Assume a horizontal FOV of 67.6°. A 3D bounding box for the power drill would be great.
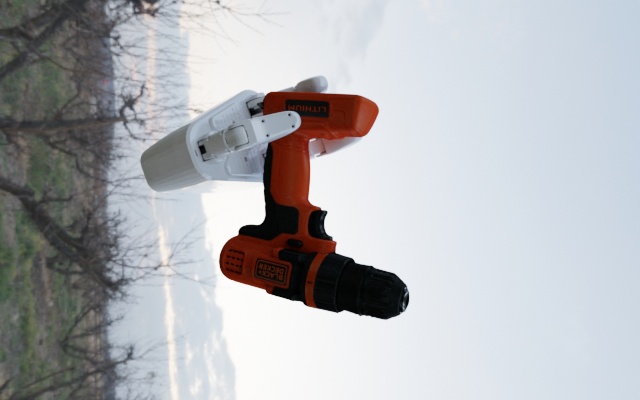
[{"bbox_3d":[0.000,0.001,0.426,0.184,0.187,0.057,9,0,24],"label":"power drill"}]
